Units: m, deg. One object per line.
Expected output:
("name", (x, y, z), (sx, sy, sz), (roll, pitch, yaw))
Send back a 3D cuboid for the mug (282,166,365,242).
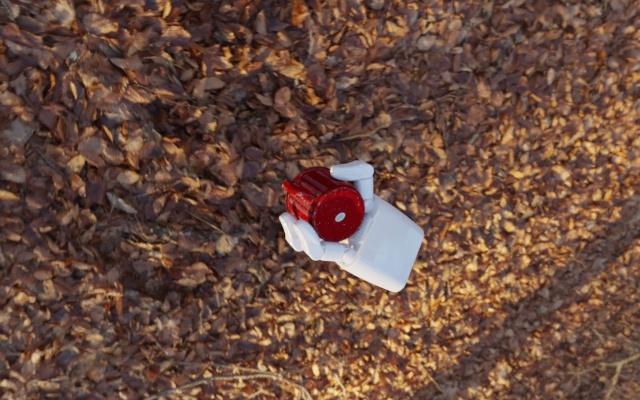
("mug", (-0.001, 0.002, 0.655), (0.117, 0.093, 0.081), (30, 3, -32))
